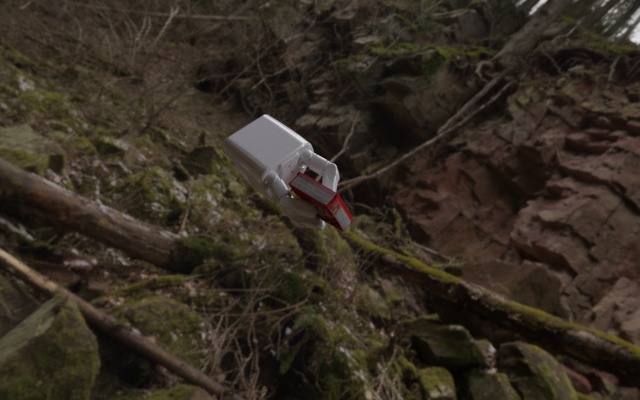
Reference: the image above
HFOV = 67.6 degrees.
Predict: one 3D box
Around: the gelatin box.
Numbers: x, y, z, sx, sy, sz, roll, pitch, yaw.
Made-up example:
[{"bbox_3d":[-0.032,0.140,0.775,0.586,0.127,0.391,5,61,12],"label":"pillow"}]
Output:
[{"bbox_3d":[0.001,0.002,0.728,0.089,0.030,0.073,30,-17,37],"label":"gelatin box"}]
